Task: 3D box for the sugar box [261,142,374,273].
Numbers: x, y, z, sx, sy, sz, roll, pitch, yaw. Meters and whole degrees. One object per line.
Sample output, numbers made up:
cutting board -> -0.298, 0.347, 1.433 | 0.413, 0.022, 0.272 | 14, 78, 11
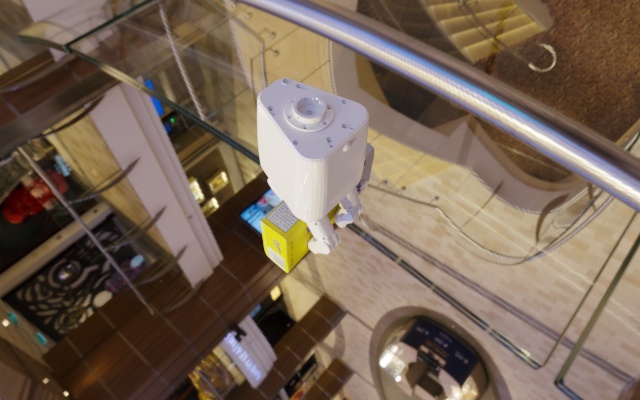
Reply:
sugar box -> 0.000, 0.002, 0.610 | 0.048, 0.176, 0.093 | 37, -27, 19
